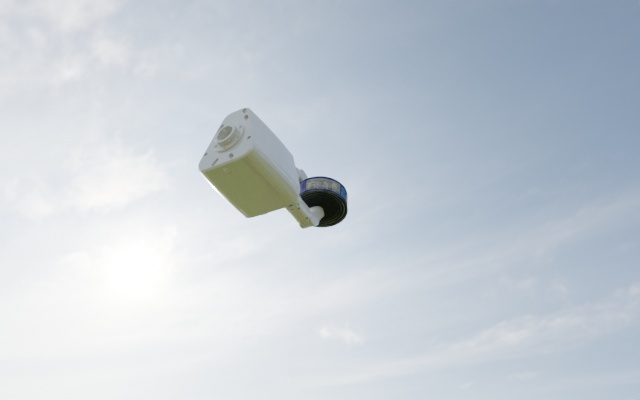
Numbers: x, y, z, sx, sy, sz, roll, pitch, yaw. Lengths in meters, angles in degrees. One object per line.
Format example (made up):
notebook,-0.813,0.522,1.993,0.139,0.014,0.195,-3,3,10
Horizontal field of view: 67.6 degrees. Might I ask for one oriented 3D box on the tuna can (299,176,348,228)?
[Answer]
tuna can,0.000,0.002,0.745,0.086,0.033,0.086,2,-42,2
